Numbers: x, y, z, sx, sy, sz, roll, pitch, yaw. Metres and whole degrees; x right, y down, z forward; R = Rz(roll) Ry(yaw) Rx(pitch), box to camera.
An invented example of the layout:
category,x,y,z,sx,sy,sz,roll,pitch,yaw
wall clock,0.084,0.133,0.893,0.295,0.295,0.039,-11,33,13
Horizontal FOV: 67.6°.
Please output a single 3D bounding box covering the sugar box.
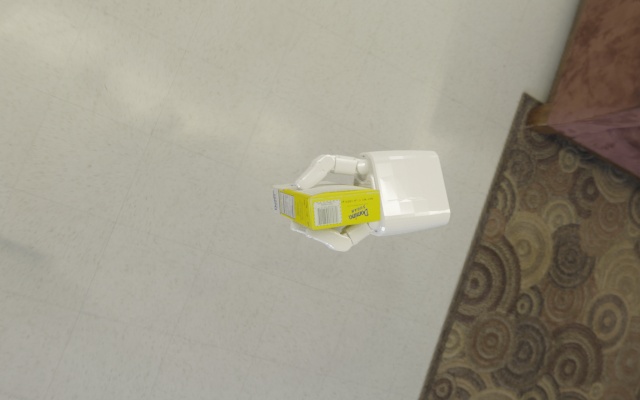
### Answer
category,x,y,z,sx,sy,sz,roll,pitch,yaw
sugar box,0.000,0.003,0.644,0.093,0.048,0.176,-6,5,-19
